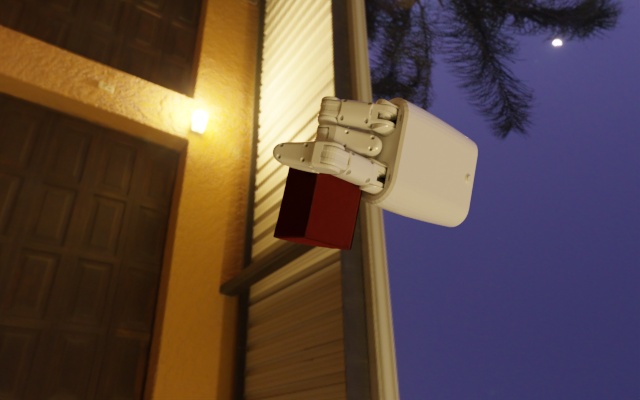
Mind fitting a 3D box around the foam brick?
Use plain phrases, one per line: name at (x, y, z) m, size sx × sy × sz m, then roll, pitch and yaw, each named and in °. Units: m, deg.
foam brick at (0.000, 0.002, 0.423) m, size 0.051 × 0.078 × 0.053 m, roll 19°, pitch -12°, yaw -33°
